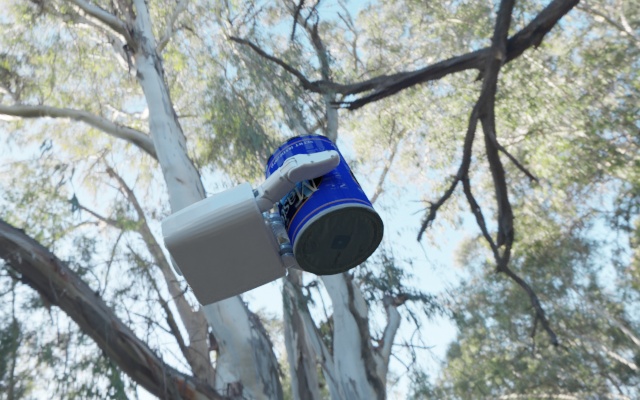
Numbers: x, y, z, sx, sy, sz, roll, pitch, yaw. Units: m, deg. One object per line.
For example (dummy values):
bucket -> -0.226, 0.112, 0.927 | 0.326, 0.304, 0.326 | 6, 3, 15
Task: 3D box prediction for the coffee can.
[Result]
coffee can -> 0.000, 0.002, 0.560 | 0.103, 0.103, 0.140 | 0, 39, -24
